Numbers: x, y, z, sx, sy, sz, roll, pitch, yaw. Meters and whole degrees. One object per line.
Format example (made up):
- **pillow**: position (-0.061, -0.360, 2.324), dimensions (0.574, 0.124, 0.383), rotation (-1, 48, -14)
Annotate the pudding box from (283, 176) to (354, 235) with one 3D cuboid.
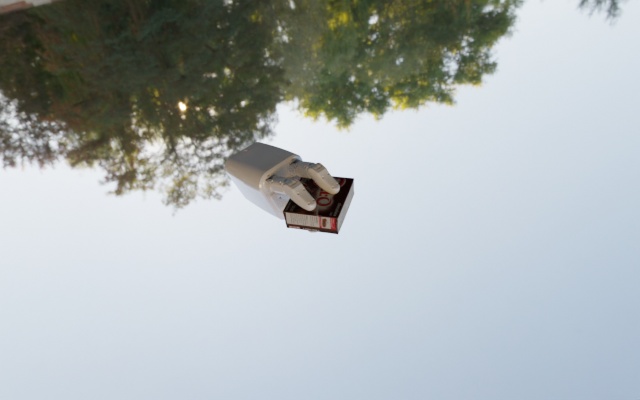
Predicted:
- **pudding box**: position (0.000, 0.003, 0.774), dimensions (0.090, 0.039, 0.113), rotation (6, 40, 16)
